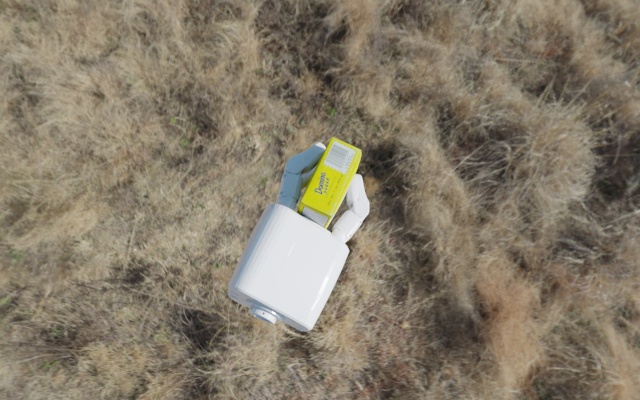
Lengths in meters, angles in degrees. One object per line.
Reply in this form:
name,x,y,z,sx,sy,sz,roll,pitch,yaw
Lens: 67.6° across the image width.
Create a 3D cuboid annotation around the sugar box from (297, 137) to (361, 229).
sugar box,0.000,0.002,0.610,0.048,0.093,0.176,27,-23,-1
